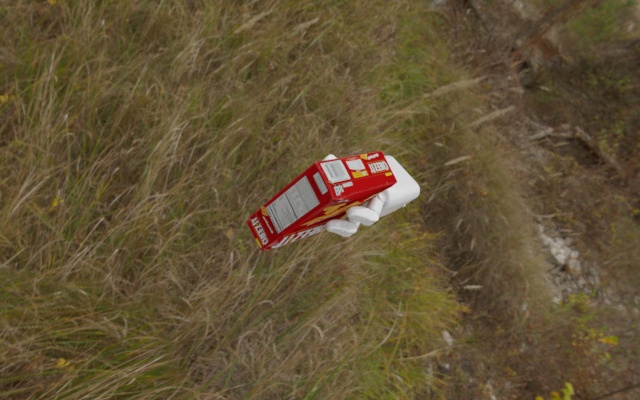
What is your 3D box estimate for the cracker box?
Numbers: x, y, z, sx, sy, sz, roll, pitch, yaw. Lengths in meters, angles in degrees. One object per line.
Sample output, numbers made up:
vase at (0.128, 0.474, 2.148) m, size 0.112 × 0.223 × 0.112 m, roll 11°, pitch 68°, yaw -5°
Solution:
cracker box at (0.000, 0.002, 0.816) m, size 0.164 × 0.072 × 0.214 m, roll -15°, pitch -16°, yaw -45°
